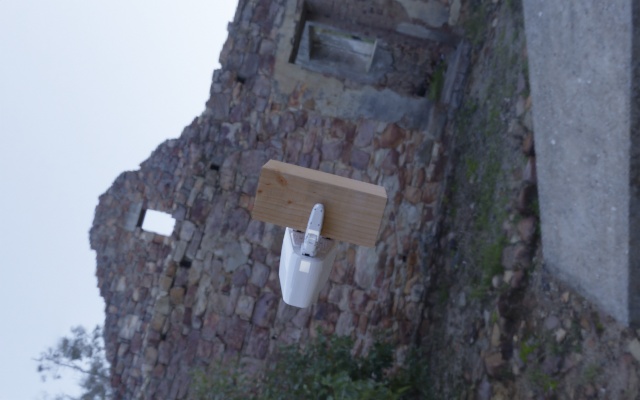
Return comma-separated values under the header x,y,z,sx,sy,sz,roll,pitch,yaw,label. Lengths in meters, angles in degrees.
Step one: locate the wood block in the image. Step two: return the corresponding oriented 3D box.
x,y,z,sx,sy,sz,roll,pitch,yaw,label
0.000,0.003,0.805,0.206,0.090,0.090,14,15,0,wood block
